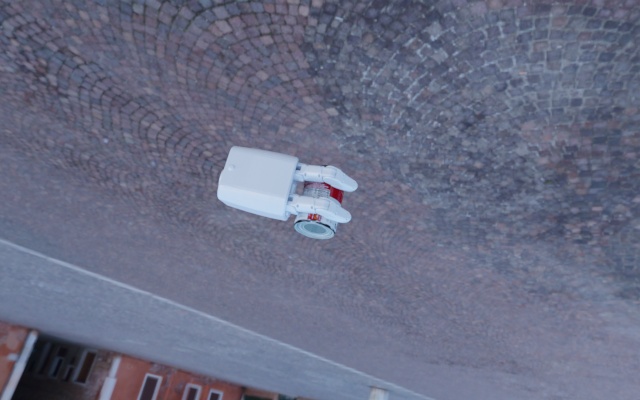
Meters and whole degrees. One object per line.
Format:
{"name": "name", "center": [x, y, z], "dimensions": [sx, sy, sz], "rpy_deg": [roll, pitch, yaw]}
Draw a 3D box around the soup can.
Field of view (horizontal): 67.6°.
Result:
{"name": "soup can", "center": [0.001, 0.003, 0.766], "dimensions": [0.068, 0.102, 0.068], "rpy_deg": [11, -25, 5]}
